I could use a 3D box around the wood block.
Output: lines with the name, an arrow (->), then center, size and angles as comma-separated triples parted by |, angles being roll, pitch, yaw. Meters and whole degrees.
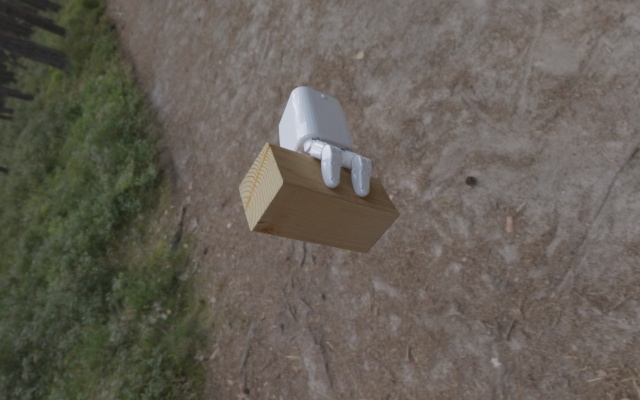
wood block -> 0.000, 0.002, 0.692 | 0.206, 0.091, 0.090 | 15, 36, -35
